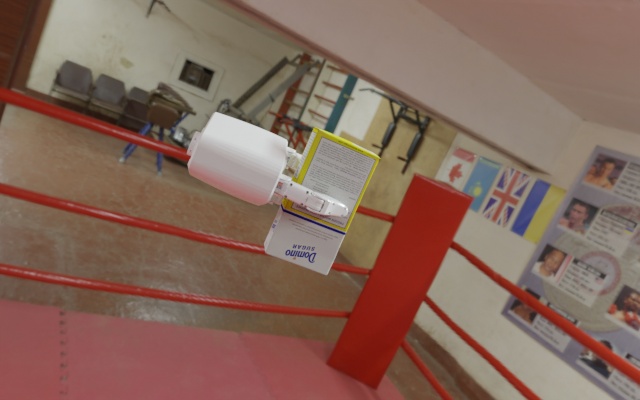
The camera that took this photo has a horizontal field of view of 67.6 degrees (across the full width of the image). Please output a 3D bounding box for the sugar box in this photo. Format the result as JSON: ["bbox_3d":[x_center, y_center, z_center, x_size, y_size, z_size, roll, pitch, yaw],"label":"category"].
[{"bbox_3d":[0.000,0.002,0.636,0.093,0.176,0.048,23,11,-14],"label":"sugar box"}]
